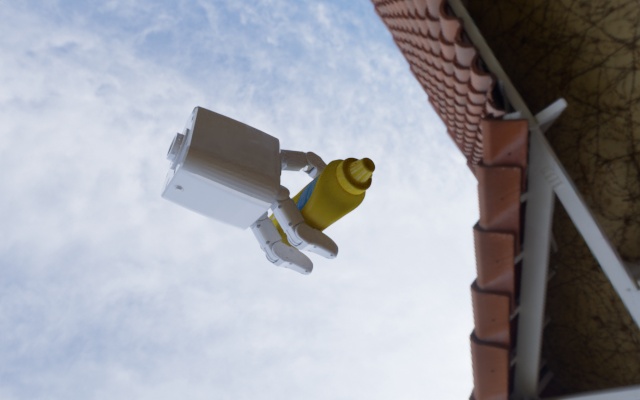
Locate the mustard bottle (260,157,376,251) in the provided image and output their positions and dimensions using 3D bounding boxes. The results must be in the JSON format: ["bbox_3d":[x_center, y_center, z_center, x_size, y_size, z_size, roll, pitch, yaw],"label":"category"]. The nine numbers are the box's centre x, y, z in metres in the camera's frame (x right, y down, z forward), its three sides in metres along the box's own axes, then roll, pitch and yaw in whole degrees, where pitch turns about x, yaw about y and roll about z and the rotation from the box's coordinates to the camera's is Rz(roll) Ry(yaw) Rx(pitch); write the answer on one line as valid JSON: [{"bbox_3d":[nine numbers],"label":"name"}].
[{"bbox_3d":[0.000,0.002,0.570,0.192,0.058,0.096,-39,12,48],"label":"mustard bottle"}]
